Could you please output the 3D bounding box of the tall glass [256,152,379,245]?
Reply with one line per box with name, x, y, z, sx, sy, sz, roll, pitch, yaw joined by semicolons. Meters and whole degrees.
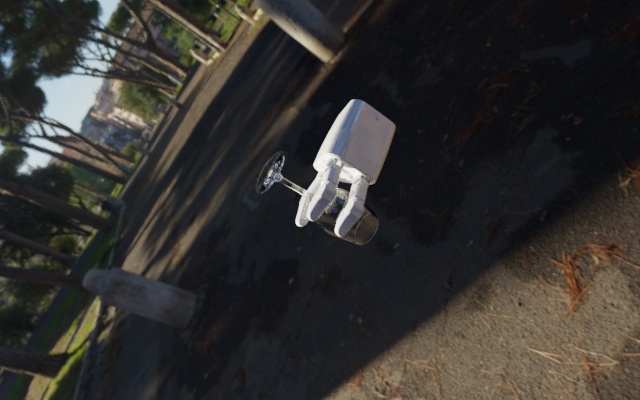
tall glass;-0.001;0.002;0.768;0.201;0.079;0.079;31;-14;-25
